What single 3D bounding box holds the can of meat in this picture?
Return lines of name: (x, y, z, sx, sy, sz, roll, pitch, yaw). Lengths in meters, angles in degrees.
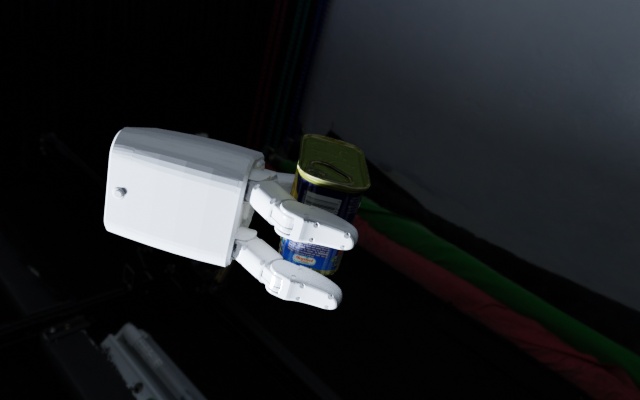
can of meat: (0.000, 0.002, 0.406, 0.057, 0.084, 0.102, 14, 25, -6)
